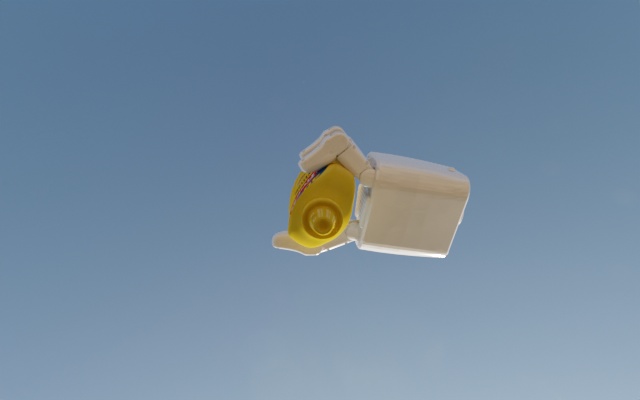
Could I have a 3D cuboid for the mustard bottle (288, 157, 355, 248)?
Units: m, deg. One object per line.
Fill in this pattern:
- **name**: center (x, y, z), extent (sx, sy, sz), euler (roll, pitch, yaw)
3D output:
- **mustard bottle**: center (0.000, 0.002, 0.534), extent (0.058, 0.096, 0.191), euler (34, 10, -10)
